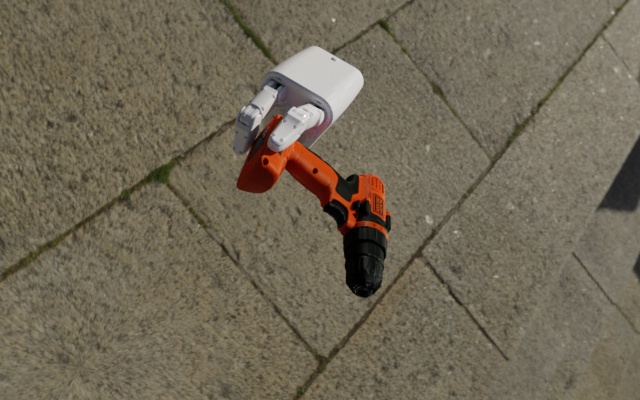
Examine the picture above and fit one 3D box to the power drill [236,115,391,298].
[{"bbox_3d":[0.000,0.001,0.540,0.188,0.184,0.057,35,-56,-21],"label":"power drill"}]
